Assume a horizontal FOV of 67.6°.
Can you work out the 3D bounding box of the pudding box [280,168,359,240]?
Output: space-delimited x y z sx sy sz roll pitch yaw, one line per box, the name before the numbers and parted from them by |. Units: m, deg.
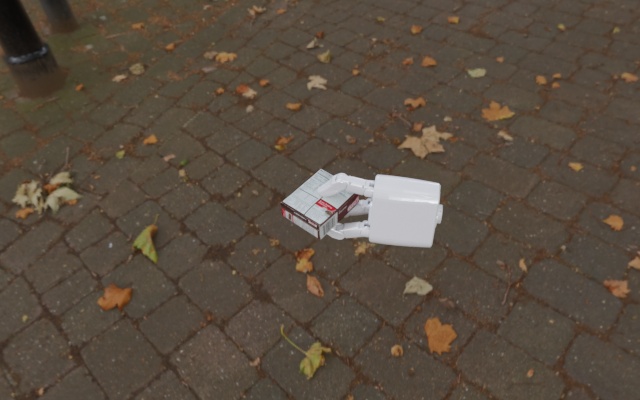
pudding box | 0.000 0.003 0.829 0.090 0.039 0.113 30 53 26
